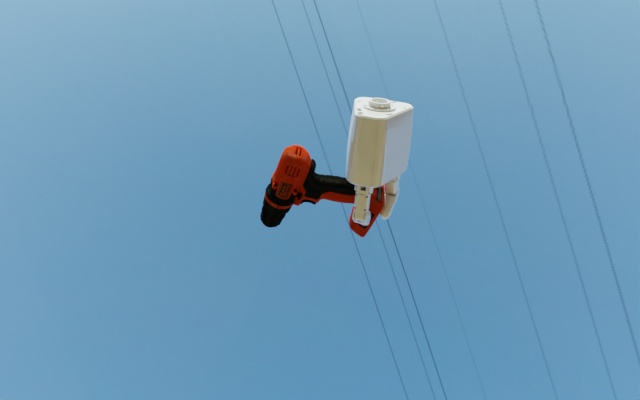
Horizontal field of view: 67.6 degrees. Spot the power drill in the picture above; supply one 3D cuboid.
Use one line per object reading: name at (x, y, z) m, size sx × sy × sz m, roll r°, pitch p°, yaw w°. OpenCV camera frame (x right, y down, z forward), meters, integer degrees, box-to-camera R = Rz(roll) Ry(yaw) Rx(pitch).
power drill at (0.001, 0.003, 0.805) m, size 0.187 × 0.057 × 0.184 m, roll 15°, pitch -42°, yaw -11°
